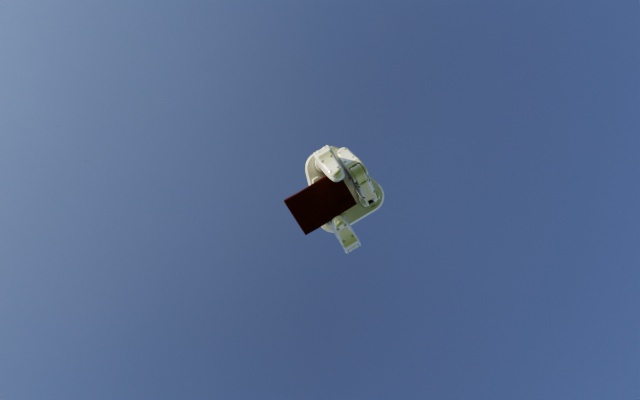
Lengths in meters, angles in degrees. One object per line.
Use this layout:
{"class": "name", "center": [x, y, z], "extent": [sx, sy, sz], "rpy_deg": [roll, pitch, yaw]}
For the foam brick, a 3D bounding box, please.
{"class": "foam brick", "center": [0.000, 0.002, 0.610], "extent": [0.078, 0.053, 0.051], "rpy_deg": [-31, 1, -1]}
